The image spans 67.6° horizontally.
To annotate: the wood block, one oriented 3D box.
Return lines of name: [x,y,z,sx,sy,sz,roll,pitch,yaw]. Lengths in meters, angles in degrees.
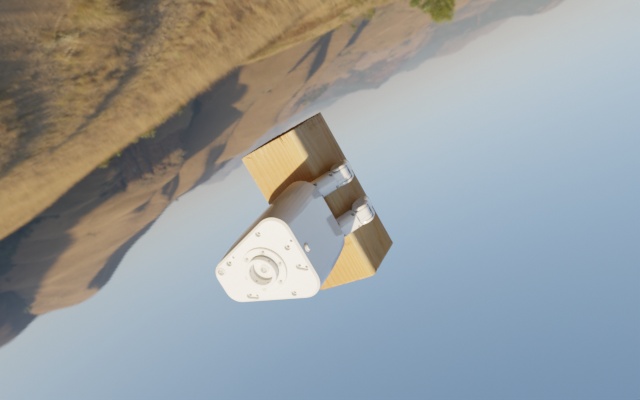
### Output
wood block: [0.000,0.002,0.635,0.091,0.206,0.090,-22,13,33]
